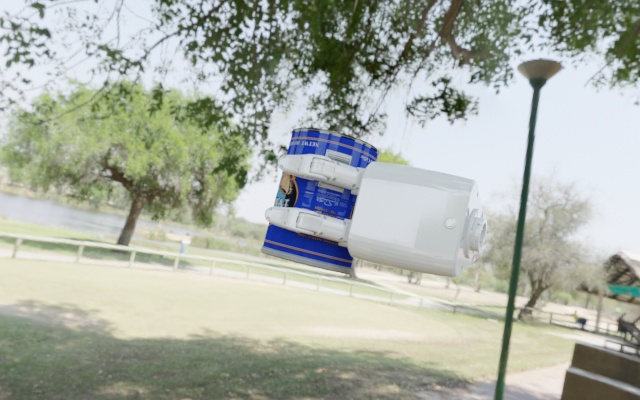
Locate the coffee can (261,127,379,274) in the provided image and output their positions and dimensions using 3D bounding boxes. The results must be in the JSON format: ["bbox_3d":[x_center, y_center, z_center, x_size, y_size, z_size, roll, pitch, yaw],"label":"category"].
[{"bbox_3d":[0.000,0.002,0.535,0.103,0.140,0.103,14,-5,1],"label":"coffee can"}]
